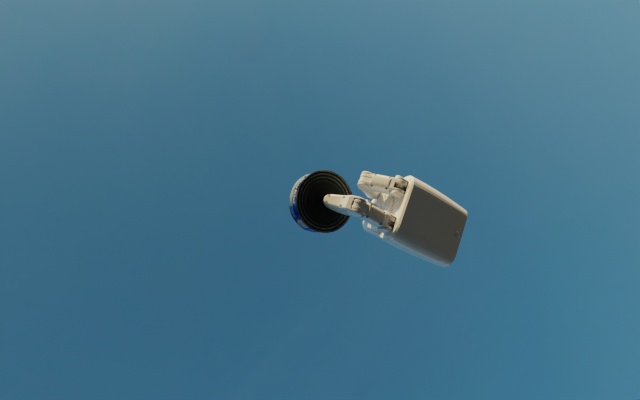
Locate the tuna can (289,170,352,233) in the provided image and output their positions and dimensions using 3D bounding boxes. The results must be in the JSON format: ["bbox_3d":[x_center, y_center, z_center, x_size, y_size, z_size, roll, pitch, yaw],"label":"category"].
[{"bbox_3d":[0.000,0.002,0.663,0.086,0.086,0.034,0,-4,-25],"label":"tuna can"}]
